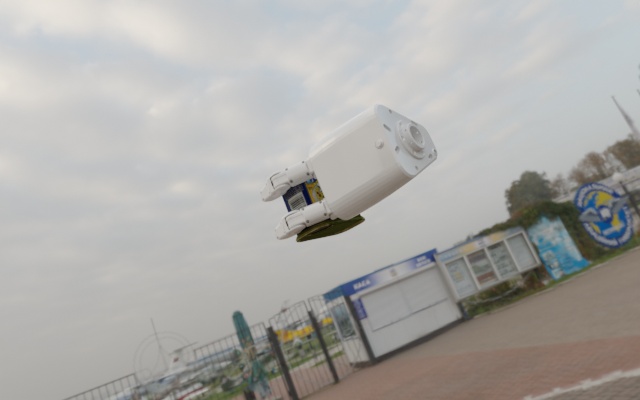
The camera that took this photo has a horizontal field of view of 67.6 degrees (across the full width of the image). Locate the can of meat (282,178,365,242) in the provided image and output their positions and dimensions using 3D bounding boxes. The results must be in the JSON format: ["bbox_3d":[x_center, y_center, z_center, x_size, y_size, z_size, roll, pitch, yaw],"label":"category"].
[{"bbox_3d":[0.000,0.002,0.632,0.102,0.084,0.057,-7,-19,-47],"label":"can of meat"}]
